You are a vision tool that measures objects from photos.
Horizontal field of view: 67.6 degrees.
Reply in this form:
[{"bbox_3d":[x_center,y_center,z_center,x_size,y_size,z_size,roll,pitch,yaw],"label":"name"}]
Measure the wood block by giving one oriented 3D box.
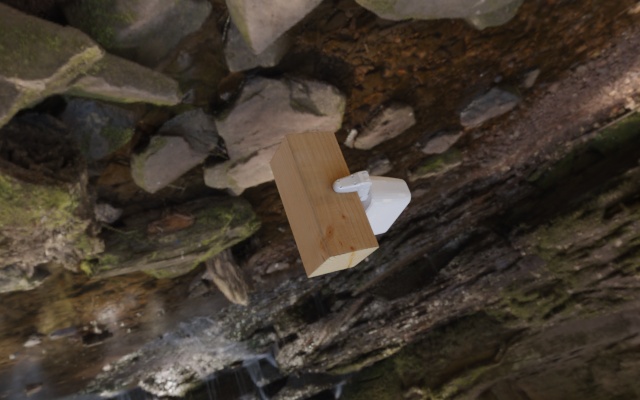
[{"bbox_3d":[0.001,0.002,0.754,0.090,0.206,0.091,-9,-23,-30],"label":"wood block"}]
